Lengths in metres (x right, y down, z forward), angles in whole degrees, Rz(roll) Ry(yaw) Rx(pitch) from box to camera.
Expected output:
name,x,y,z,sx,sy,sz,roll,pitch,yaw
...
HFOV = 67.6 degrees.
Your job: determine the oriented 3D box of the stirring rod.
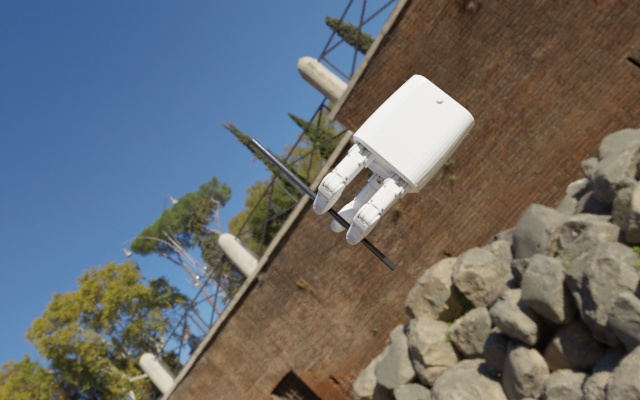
name,x,y,z,sx,sy,sz,roll,pitch,yaw
stirring rod,0.000,0.002,0.587,0.239,0.011,0.011,42,11,12
